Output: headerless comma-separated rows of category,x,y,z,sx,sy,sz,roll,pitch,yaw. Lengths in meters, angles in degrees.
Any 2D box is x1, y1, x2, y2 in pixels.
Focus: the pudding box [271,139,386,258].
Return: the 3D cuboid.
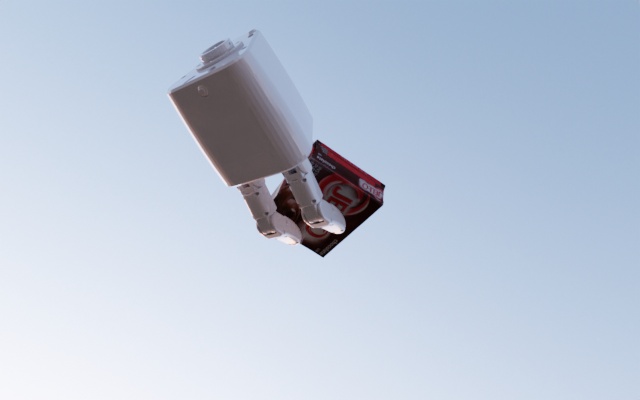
pudding box,0.000,0.002,0.508,0.090,0.039,0.113,33,-48,-14
